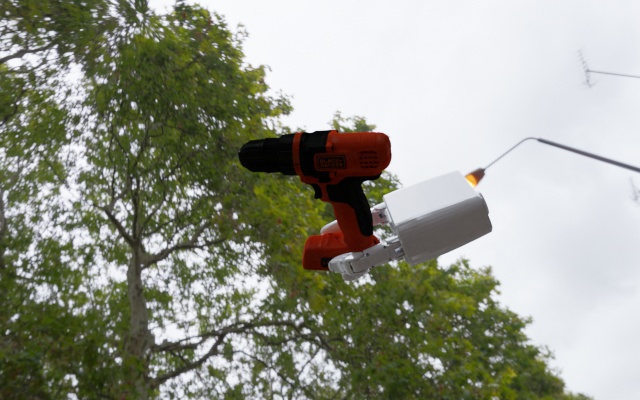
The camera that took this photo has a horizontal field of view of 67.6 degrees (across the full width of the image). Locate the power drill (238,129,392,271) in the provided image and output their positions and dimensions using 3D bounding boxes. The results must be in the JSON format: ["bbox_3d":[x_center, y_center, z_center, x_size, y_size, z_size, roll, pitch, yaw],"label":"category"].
[{"bbox_3d":[0.000,0.002,0.598,0.184,0.188,0.057,0,34,14],"label":"power drill"}]
